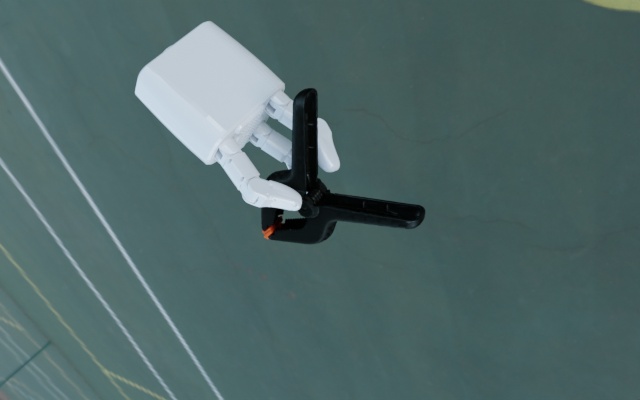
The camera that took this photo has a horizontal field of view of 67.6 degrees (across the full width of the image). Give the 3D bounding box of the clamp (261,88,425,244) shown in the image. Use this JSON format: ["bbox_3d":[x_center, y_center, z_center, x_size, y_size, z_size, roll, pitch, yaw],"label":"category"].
[{"bbox_3d":[-0.001,0.002,0.505,0.036,0.164,0.210,-47,0,-40],"label":"clamp"}]
